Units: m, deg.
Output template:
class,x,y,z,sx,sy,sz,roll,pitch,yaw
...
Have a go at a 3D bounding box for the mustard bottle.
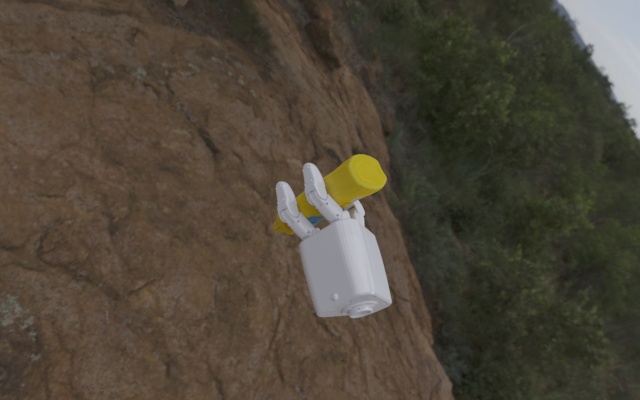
class,x,y,z,sx,sy,sz,roll,pitch,yaw
mustard bottle,0.000,0.002,0.710,0.192,0.058,0.096,-32,-8,31
